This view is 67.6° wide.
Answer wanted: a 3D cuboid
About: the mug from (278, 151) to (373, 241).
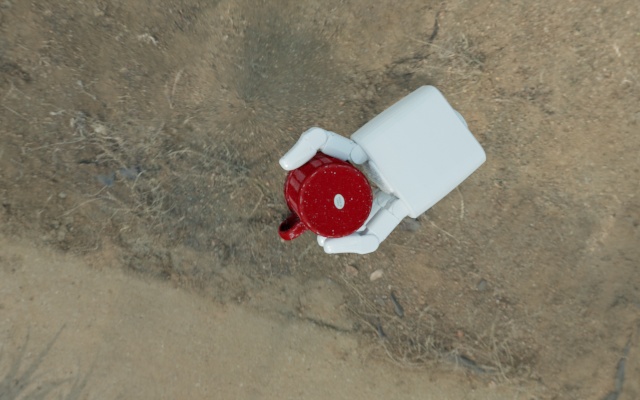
[{"bbox_3d":[-0.001,0.003,0.528,0.117,0.093,0.081,-39,14,-2],"label":"mug"}]
